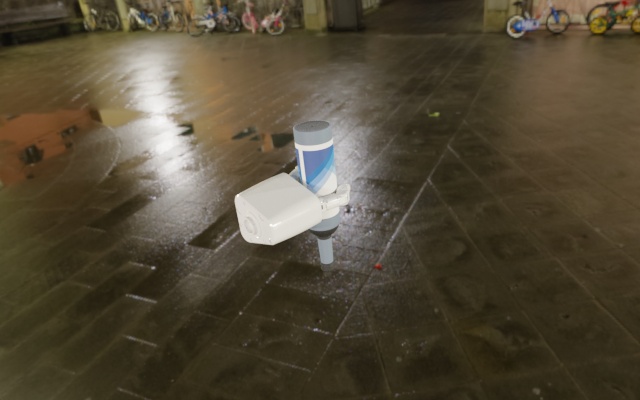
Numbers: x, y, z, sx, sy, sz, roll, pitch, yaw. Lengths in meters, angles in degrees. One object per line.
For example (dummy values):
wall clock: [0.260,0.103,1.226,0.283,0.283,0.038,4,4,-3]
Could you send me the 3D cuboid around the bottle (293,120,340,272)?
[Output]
bottle: [0.000,0.003,0.887,0.069,0.296,0.069,-5,26,3]
